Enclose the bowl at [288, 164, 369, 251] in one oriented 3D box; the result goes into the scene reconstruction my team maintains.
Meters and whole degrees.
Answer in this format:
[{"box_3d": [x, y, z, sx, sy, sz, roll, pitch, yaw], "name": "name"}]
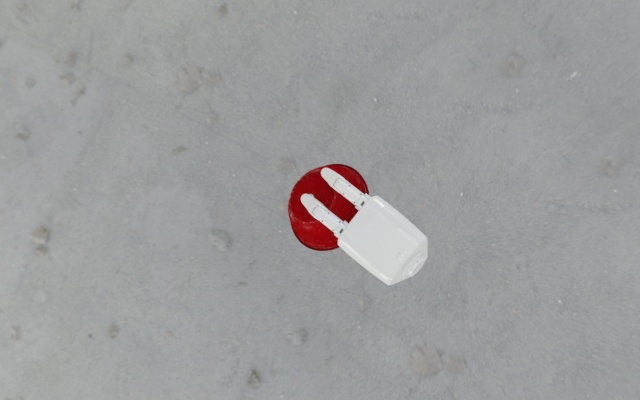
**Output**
[{"box_3d": [-0.001, 0.002, 0.819, 0.162, 0.162, 0.055, 0, -18, 33], "name": "bowl"}]
